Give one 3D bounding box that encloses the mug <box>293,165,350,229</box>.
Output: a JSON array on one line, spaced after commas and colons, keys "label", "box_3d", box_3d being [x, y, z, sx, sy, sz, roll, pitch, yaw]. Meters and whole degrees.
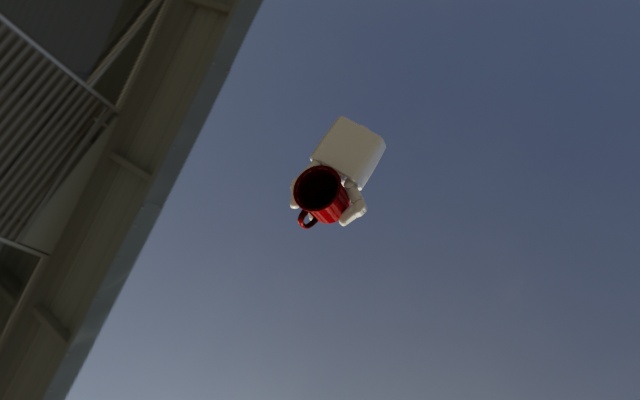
[{"label": "mug", "box_3d": [-0.001, 0.004, 0.893, 0.093, 0.117, 0.081, 28, -11, 29]}]
